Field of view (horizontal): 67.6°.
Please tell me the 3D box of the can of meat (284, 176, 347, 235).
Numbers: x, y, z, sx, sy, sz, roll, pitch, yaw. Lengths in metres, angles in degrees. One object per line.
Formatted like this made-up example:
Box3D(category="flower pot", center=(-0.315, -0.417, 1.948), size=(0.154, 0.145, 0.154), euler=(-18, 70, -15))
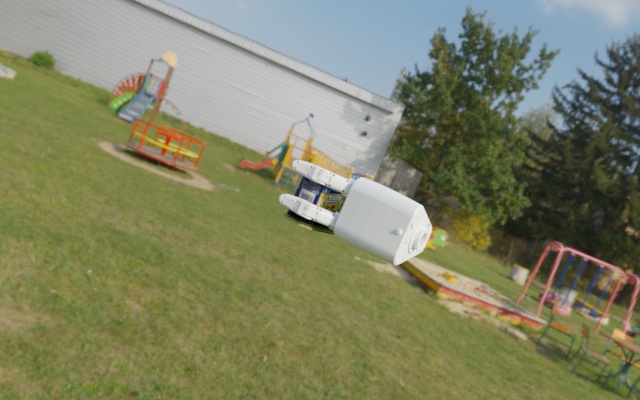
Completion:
Box3D(category="can of meat", center=(0.000, 0.002, 0.761), size=(0.057, 0.084, 0.102), euler=(26, 5, 34))
